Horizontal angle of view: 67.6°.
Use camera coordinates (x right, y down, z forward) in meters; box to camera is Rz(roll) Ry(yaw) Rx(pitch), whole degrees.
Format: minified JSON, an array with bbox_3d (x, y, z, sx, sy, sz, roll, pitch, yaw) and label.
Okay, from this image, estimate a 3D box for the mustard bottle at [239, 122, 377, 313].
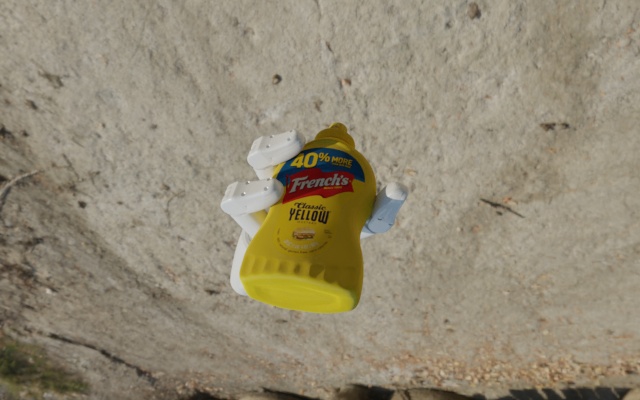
[{"bbox_3d":[0.000,0.001,0.426,0.096,0.191,0.058,4,-38,13],"label":"mustard bottle"}]
